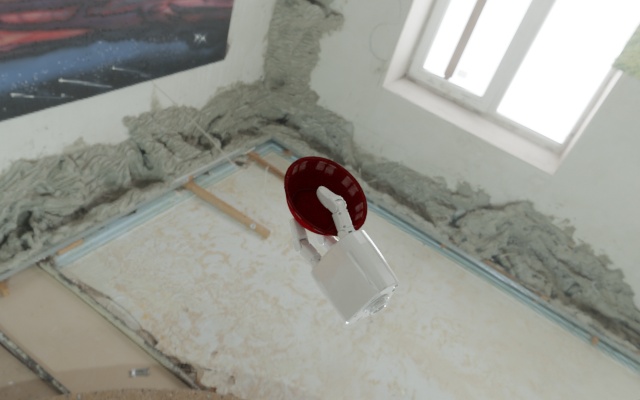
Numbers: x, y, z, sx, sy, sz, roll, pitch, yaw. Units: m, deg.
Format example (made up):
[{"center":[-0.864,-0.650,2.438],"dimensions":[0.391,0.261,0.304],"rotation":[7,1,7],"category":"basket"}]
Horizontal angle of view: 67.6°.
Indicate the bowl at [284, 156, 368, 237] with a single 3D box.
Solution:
[{"center":[0.000,0.002,0.835],"dimensions":[0.162,0.162,0.055],"rotation":[0,-31,-32],"category":"bowl"}]
